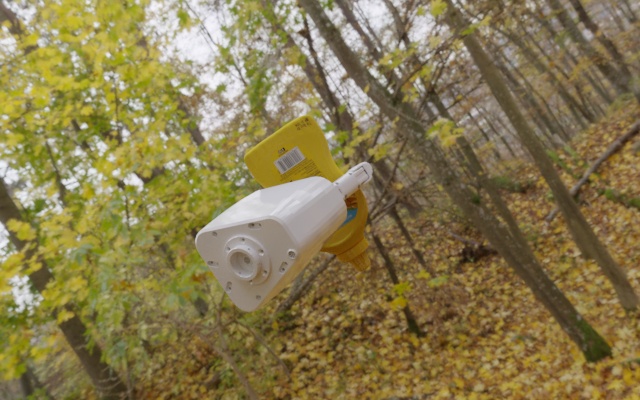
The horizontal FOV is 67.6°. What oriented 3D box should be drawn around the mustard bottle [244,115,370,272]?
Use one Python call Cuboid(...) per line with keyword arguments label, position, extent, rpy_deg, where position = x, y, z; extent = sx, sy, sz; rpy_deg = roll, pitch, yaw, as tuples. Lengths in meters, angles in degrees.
Cuboid(label="mustard bottle", position=(0.000, 0.002, 0.566), extent=(0.096, 0.191, 0.058), rpy_deg=(-33, 4, 6))
